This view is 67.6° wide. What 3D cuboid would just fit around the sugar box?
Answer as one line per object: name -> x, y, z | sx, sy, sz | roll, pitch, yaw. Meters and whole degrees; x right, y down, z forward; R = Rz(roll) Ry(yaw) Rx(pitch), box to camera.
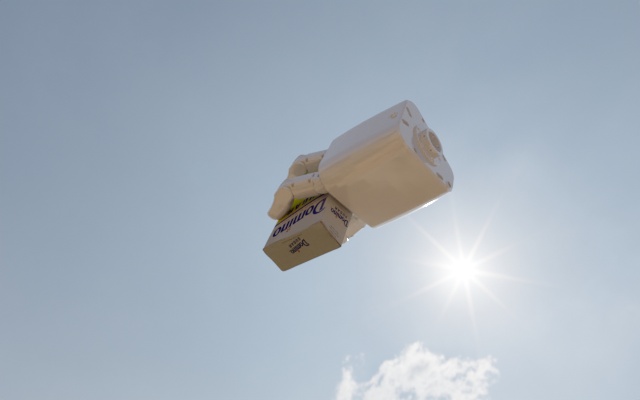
sugar box -> 0.000, 0.001, 0.593 | 0.093, 0.048, 0.176 | -27, 21, 33
